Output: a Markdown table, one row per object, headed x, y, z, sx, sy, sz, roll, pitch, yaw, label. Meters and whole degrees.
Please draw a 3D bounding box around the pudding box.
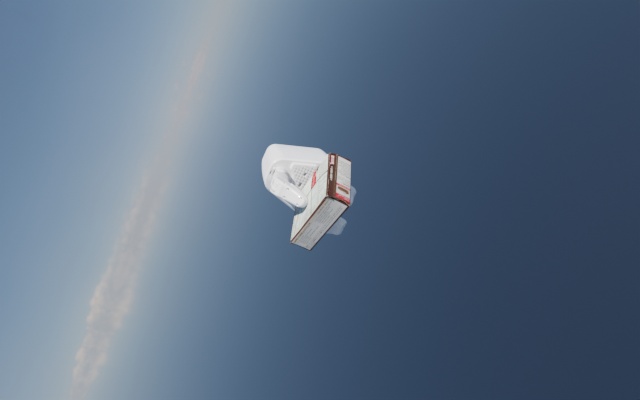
| x | y | z | sx | sy | sz | roll | pitch | yaw | label |
| --- | --- | --- | --- | --- | --- | --- | --- | --- | --- |
| 0.000 | 0.002 | 0.664 | 0.039 | 0.090 | 0.113 | 21 | -46 | -17 | pudding box |
